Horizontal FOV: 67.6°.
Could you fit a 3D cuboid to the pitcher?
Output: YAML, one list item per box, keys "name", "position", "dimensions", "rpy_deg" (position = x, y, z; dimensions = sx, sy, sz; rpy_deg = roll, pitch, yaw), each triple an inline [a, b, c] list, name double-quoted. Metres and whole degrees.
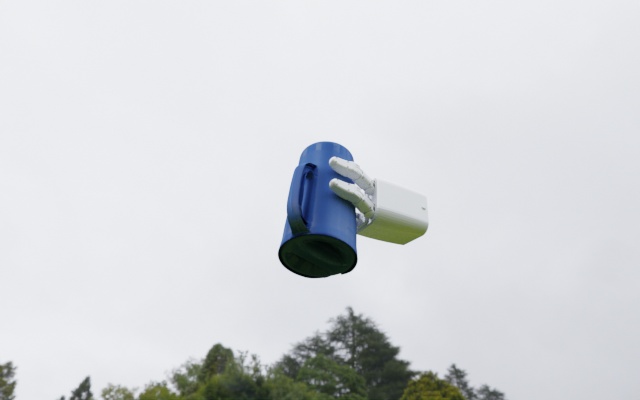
- name: "pitcher"
  position: [0.000, 0.003, 0.854]
  dimensions: [0.145, 0.242, 0.149]
  rpy_deg: [16, -41, -12]
